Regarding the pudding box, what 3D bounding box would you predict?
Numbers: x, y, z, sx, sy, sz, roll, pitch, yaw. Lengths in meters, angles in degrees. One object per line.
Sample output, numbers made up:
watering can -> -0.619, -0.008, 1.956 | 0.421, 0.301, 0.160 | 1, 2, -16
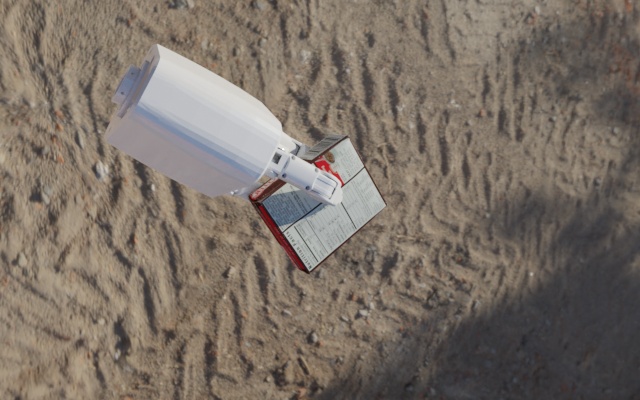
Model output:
pudding box -> 0.000, 0.002, 0.466 | 0.113, 0.090, 0.039 | -38, 23, -16
